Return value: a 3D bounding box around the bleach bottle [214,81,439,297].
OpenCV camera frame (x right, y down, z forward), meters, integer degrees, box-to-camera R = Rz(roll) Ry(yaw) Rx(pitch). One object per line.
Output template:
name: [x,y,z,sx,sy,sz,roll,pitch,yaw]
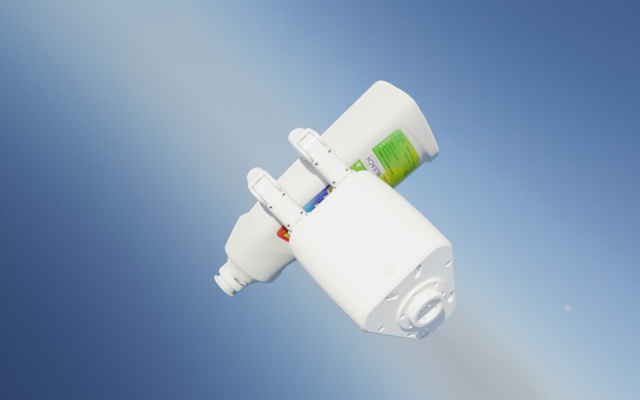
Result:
bleach bottle: [0.000,0.001,0.477,0.068,0.251,0.103,45,-2,42]
